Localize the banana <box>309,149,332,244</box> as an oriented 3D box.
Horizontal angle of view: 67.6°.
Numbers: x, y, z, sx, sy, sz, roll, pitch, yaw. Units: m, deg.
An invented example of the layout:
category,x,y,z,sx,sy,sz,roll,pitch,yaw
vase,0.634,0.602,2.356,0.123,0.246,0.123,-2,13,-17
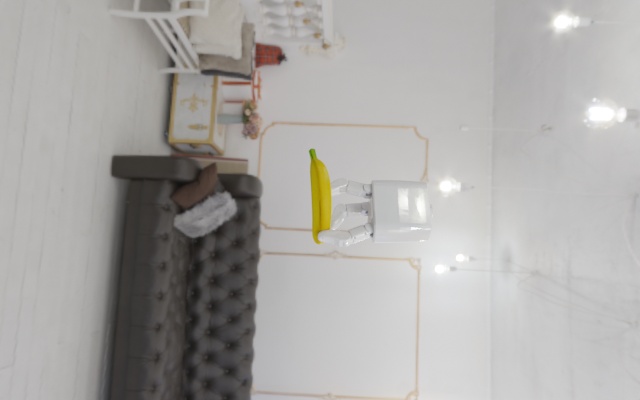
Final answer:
category,x,y,z,sx,sy,sz,roll,pitch,yaw
banana,0.001,0.008,0.874,0.037,0.198,0.069,-3,26,-2
